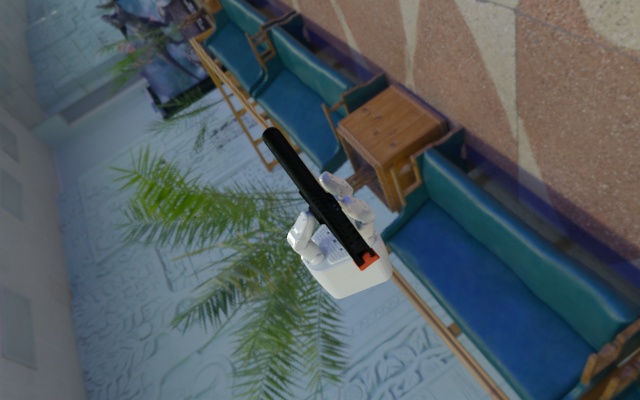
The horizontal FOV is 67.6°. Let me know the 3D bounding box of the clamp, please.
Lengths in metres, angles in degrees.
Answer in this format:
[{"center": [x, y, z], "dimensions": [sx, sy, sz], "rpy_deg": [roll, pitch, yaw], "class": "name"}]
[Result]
[{"center": [0.000, 0.003, 0.615], "dimensions": [0.210, 0.036, 0.165], "rpy_deg": [51, -3, 39], "class": "clamp"}]
